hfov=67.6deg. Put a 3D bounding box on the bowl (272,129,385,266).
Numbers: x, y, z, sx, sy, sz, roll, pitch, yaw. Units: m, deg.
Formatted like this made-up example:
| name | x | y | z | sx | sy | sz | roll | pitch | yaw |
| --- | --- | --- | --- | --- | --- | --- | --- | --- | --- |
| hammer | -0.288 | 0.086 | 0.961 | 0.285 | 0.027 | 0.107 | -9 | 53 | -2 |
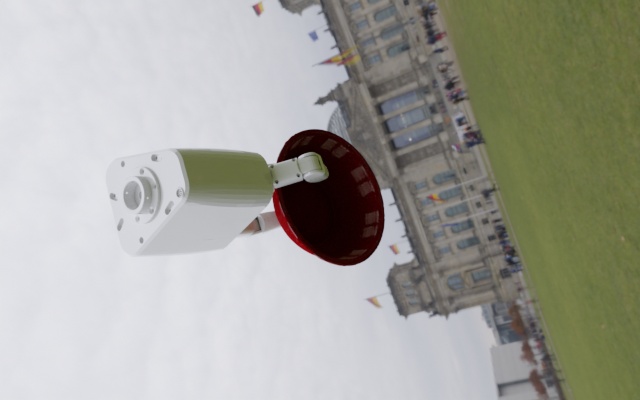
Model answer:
| name | x | y | z | sx | sy | sz | roll | pitch | yaw |
| --- | --- | --- | --- | --- | --- | --- | --- | --- | --- |
| bowl | 0.001 | 0.002 | 0.553 | 0.162 | 0.162 | 0.055 | 0 | -18 | -42 |
